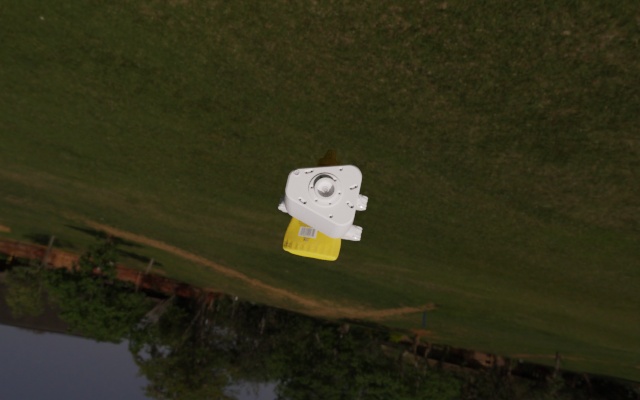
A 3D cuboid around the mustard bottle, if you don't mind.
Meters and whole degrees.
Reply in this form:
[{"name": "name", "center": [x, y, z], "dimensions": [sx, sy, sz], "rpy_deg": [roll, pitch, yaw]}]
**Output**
[{"name": "mustard bottle", "center": [0.000, 0.003, 0.834], "dimensions": [0.096, 0.191, 0.058], "rpy_deg": [7, -13, 24]}]
